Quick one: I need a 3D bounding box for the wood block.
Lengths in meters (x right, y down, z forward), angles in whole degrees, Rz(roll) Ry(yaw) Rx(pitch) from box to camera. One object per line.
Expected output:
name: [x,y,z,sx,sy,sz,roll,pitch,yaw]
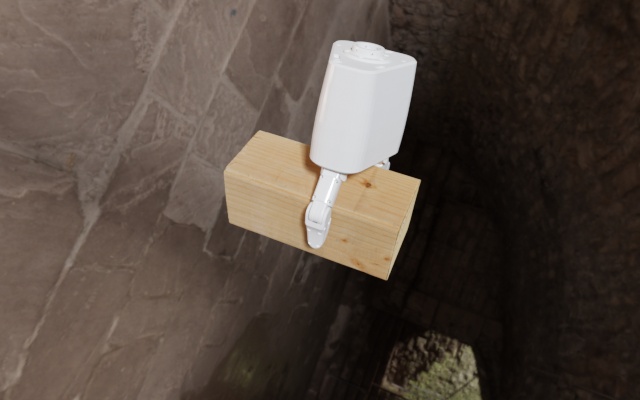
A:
wood block: [0.000,0.002,0.567,0.206,0.090,0.090,19,46,14]
